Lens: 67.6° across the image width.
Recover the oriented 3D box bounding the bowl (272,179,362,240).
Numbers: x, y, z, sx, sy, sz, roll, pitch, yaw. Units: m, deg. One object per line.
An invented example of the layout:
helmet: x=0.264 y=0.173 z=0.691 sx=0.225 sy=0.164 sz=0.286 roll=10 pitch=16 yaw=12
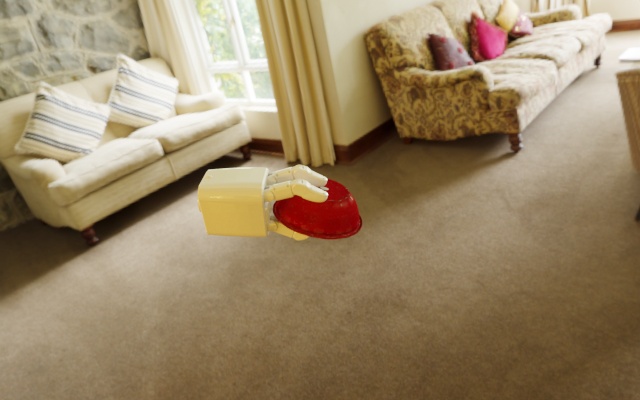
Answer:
bowl: x=0.001 y=0.002 z=0.832 sx=0.162 sy=0.055 sz=0.162 roll=10 pitch=26 yaw=-5
